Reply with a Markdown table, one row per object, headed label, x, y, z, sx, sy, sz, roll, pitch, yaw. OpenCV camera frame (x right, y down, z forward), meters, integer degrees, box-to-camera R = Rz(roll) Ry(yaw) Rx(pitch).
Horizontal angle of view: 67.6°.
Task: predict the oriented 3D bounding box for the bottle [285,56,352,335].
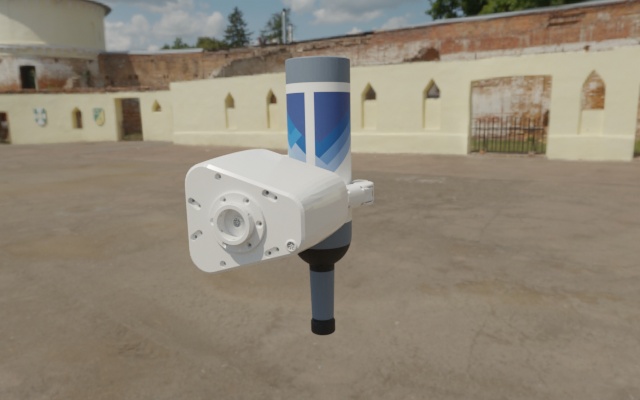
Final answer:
| label | x | y | z | sx | sy | sz | roll | pitch | yaw |
| --- | --- | --- | --- | --- | --- | --- | --- | --- | --- |
| bottle | 0.000 | 0.001 | 0.513 | 0.069 | 0.296 | 0.069 | -1 | 10 | 0 |
